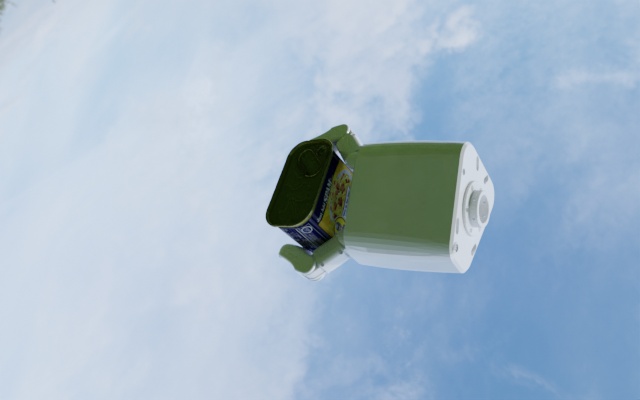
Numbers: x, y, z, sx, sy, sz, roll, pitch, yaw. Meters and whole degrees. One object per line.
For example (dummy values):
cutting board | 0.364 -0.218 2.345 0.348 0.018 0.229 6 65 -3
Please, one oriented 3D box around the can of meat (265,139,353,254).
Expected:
can of meat | 0.000 0.002 0.499 0.057 0.102 0.084 -2 -32 37
